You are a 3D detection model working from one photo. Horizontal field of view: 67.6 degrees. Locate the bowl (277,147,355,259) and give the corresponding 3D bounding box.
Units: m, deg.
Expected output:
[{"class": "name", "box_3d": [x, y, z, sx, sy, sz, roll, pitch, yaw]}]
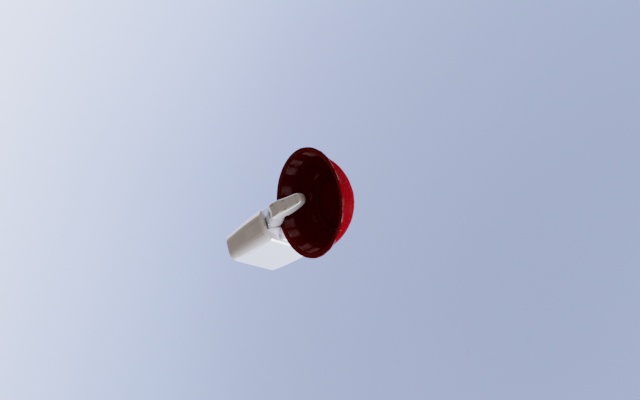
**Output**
[{"class": "bowl", "box_3d": [0.001, 0.002, 0.705, 0.055, 0.162, 0.162, -4, 2, -37]}]
